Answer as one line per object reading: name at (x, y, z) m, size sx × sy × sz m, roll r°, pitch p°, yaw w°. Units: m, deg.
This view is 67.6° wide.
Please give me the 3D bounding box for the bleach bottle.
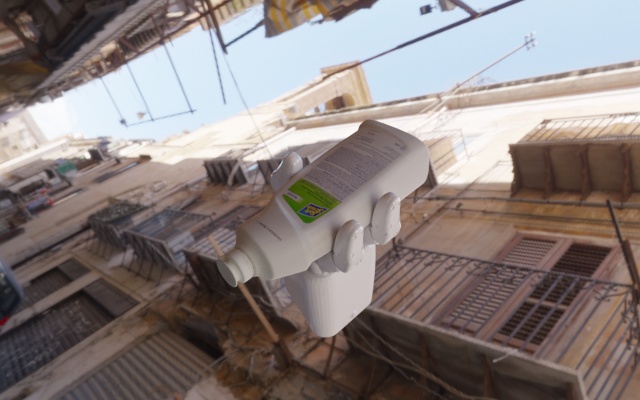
bleach bottle at (0.000, 0.002, 0.489) m, size 0.250 × 0.068 × 0.102 m, roll -34°, pitch 45°, yaw -32°
